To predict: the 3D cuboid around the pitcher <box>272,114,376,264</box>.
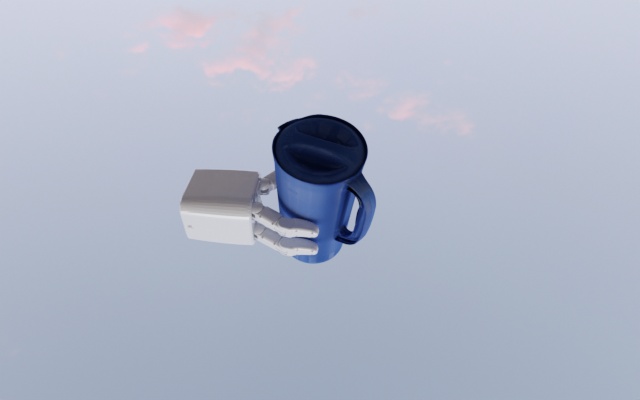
[{"bbox_3d":[0.000,0.002,0.742,0.145,0.149,0.243,2,-37,-2],"label":"pitcher"}]
